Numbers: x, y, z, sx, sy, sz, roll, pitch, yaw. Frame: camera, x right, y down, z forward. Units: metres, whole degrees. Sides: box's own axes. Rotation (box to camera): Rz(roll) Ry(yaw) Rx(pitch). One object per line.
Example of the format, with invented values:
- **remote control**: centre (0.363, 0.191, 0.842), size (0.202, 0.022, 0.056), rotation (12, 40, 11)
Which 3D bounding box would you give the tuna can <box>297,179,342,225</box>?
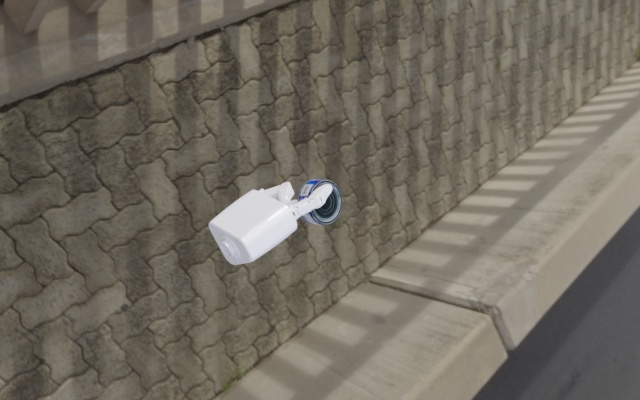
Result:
- **tuna can**: centre (0.001, 0.003, 0.893), size (0.086, 0.086, 0.034), rotation (0, 0, -42)
